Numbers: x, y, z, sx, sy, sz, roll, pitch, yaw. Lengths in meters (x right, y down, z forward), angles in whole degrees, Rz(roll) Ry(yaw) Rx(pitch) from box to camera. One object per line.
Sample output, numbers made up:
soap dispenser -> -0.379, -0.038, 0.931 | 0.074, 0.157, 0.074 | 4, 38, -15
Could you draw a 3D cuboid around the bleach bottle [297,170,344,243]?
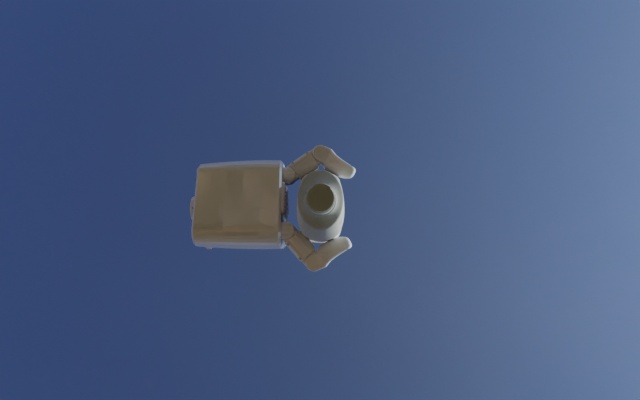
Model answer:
bleach bottle -> 0.000, 0.002, 0.603 | 0.068, 0.102, 0.251 | -1, -6, 0
